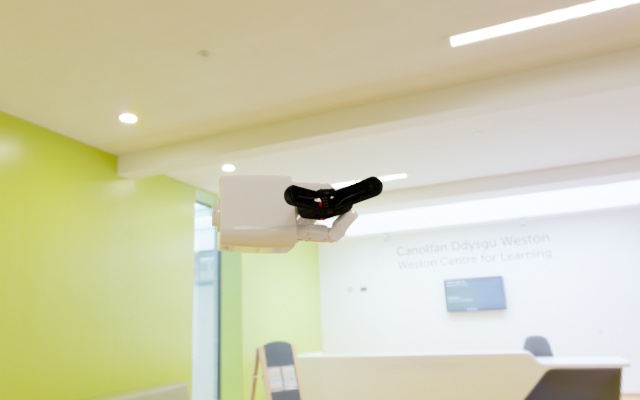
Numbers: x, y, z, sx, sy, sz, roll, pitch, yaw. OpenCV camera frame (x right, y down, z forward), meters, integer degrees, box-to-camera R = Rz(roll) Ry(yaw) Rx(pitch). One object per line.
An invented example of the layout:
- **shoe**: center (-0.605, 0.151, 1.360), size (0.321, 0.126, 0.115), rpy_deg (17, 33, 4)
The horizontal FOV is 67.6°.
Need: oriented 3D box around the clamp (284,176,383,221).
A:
- **clamp**: center (0.000, 0.002, 0.638), size (0.120, 0.039, 0.171), rpy_deg (1, -15, -15)
